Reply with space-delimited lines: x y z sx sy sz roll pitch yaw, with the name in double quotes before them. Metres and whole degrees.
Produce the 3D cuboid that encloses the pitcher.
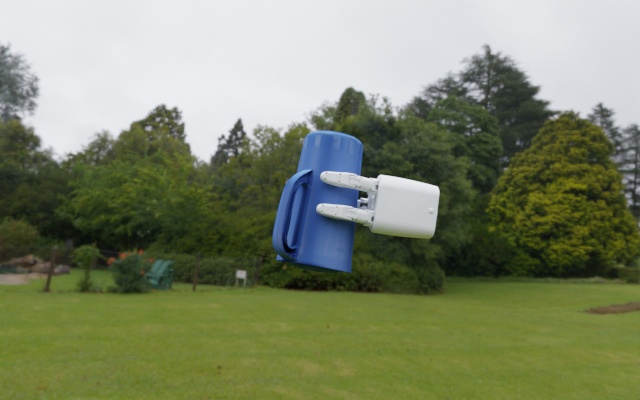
"pitcher" 0.000 0.003 0.845 0.145 0.243 0.149 10 -8 -4
